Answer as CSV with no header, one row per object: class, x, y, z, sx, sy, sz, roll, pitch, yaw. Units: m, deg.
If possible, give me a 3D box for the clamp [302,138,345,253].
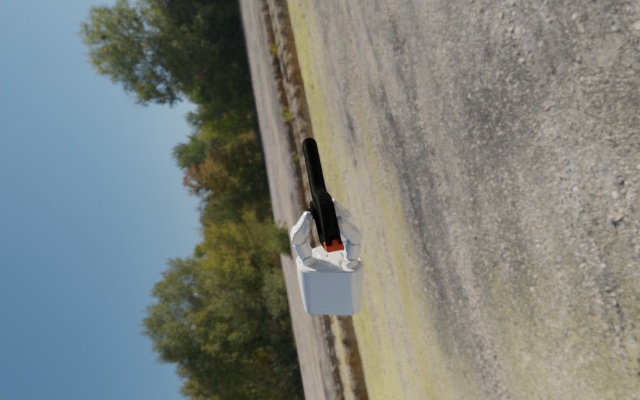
clamp,-0.001,0.003,0.784,0.036,0.165,0.209,-10,31,-7
